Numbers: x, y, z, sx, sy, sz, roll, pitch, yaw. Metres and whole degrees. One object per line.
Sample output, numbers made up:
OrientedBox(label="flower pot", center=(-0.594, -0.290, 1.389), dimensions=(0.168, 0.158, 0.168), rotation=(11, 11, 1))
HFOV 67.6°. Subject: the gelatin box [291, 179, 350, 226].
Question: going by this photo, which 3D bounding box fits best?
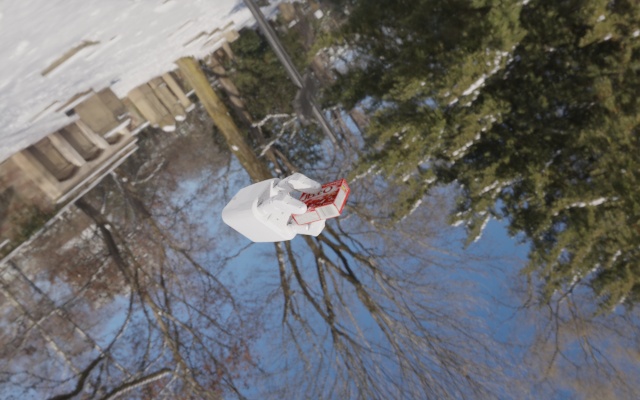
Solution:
OrientedBox(label="gelatin box", center=(0.001, 0.003, 0.832), dimensions=(0.089, 0.030, 0.073), rotation=(-15, 30, 30))
